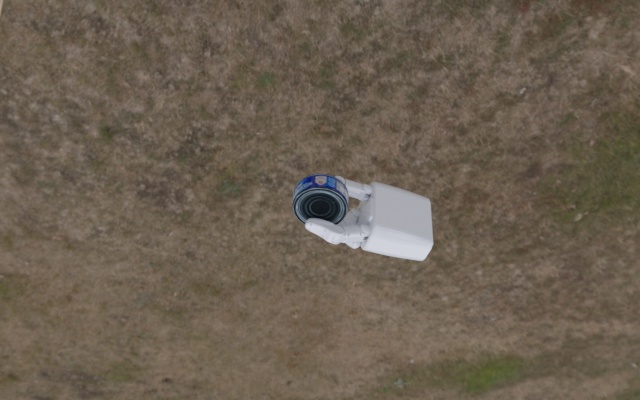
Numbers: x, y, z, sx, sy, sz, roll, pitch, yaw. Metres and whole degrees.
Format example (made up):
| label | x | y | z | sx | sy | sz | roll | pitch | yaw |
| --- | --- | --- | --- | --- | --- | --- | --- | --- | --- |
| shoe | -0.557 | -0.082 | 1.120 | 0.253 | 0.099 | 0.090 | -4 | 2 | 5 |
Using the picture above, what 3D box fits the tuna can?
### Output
| label | x | y | z | sx | sy | sz | roll | pitch | yaw |
| --- | --- | --- | --- | --- | --- | --- | --- | --- | --- |
| tuna can | 0.000 | 0.003 | 0.730 | 0.086 | 0.086 | 0.033 | 0 | 41 | 3 |
